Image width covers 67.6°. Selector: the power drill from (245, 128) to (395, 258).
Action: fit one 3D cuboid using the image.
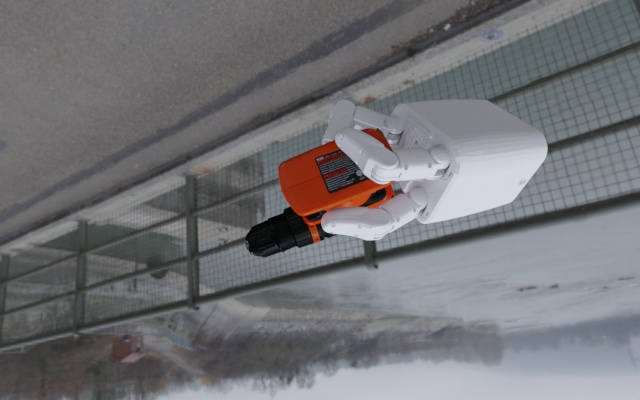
[{"bbox_3d":[0.000,0.001,0.497,0.184,0.057,0.188,-23,-12,-7],"label":"power drill"}]
